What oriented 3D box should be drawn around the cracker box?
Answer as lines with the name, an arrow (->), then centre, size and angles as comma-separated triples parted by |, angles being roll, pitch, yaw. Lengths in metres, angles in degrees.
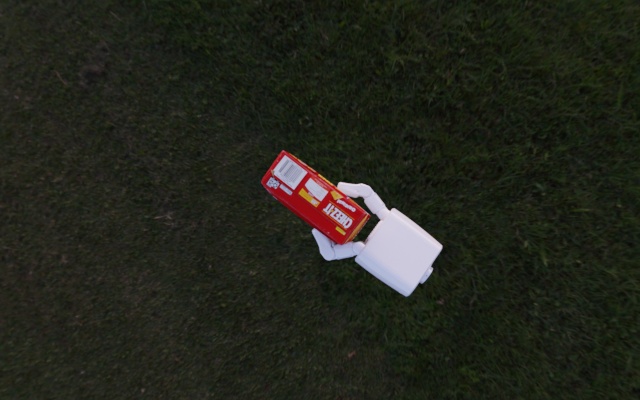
cracker box -> 0.000, 0.003, 0.827 | 0.164, 0.072, 0.214 | 37, 1, 8
